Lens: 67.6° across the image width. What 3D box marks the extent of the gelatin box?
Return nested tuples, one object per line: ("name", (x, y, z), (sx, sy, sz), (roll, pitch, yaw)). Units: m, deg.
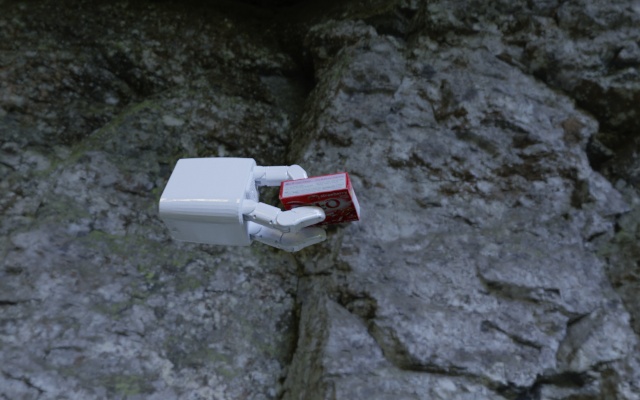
("gelatin box", (0.000, 0.002, 0.612), (0.089, 0.030, 0.073), (-8, -36, 12))
